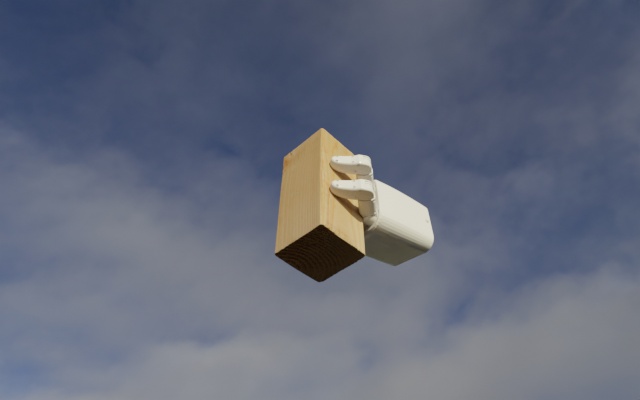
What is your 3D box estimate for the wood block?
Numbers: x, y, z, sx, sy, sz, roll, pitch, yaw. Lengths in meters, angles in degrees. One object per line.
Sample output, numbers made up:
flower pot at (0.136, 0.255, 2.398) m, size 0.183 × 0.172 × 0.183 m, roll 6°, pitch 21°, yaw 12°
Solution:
wood block at (0.000, 0.003, 0.709) m, size 0.091 × 0.206 × 0.090 m, roll -35°, pitch -56°, yaw 29°
